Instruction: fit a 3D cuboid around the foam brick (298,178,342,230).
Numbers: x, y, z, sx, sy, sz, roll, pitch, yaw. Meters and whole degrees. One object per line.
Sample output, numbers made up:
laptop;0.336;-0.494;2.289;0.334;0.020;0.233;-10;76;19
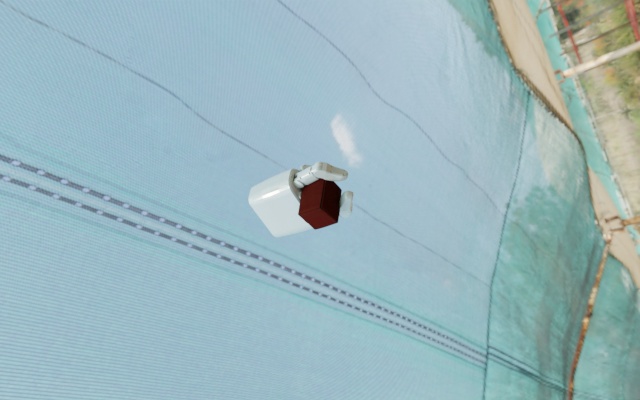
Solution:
foam brick;0.000;0.003;0.841;0.051;0.078;0.053;-19;-46;31
